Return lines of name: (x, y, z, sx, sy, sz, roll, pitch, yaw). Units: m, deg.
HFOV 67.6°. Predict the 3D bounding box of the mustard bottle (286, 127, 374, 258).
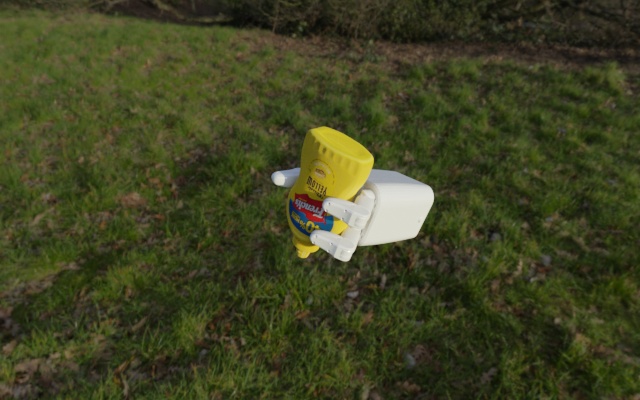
mustard bottle: (0.000, 0.002, 0.661, 0.096, 0.192, 0.058, 34, 34, 23)
